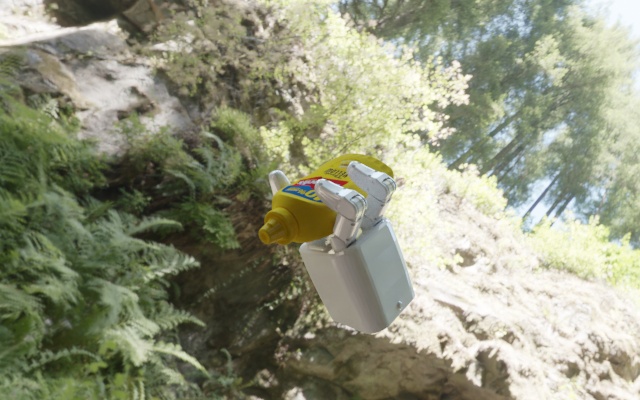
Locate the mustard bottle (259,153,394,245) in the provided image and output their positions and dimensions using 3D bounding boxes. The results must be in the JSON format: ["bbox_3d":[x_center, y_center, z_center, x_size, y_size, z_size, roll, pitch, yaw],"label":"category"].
[{"bbox_3d":[0.000,0.001,0.566,0.096,0.058,0.191,18,34,35],"label":"mustard bottle"}]
